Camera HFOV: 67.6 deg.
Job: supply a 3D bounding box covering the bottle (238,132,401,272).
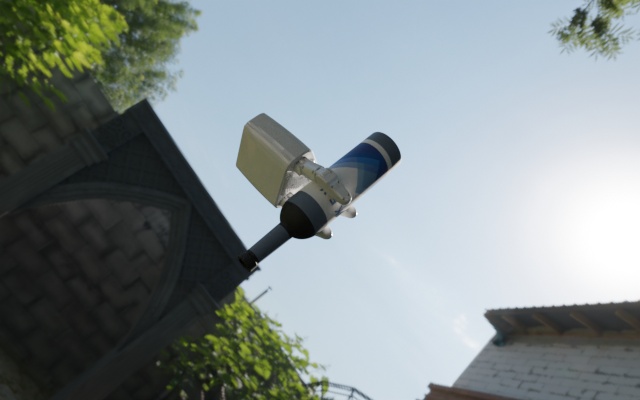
[{"bbox_3d":[0.000,0.002,0.708,0.295,0.069,0.069,-39,18,-24],"label":"bottle"}]
